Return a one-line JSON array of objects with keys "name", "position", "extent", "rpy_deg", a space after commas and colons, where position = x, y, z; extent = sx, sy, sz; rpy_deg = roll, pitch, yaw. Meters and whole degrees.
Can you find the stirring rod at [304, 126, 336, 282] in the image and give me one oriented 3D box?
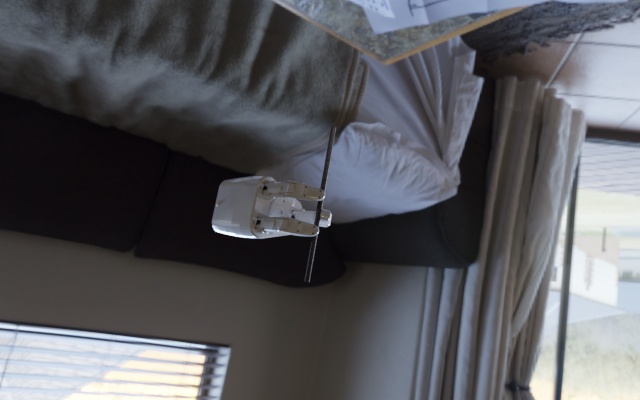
[{"name": "stirring rod", "position": [0.000, 0.002, 0.720], "extent": [0.011, 0.239, 0.011], "rpy_deg": [10, -11, 2]}]
